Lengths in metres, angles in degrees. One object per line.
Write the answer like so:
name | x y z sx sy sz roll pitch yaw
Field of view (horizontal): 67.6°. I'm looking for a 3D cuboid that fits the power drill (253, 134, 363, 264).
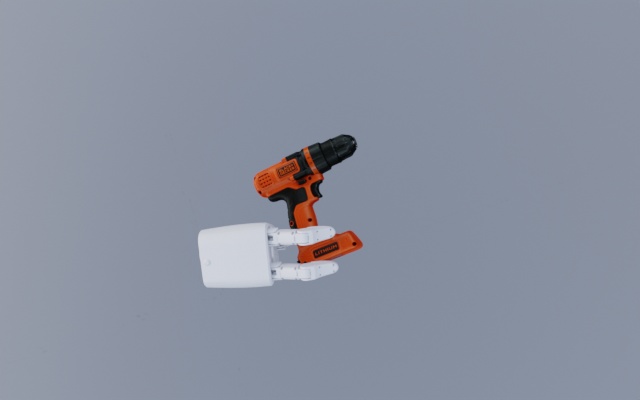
power drill | 0.000 0.003 0.775 0.184 0.187 0.057 -25 -13 12
